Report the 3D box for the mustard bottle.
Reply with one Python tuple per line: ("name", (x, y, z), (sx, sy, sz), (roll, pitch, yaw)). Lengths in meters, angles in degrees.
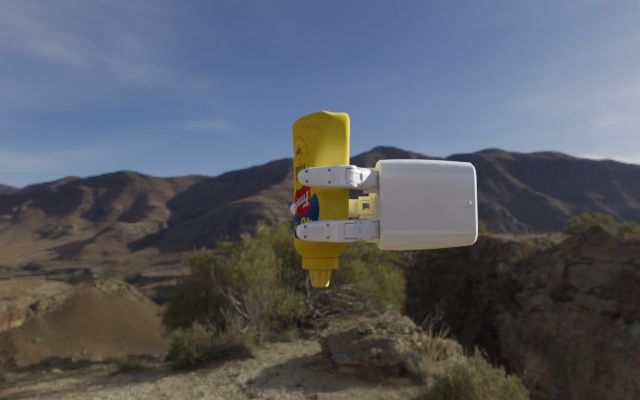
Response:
("mustard bottle", (0.000, 0.002, 0.545), (0.058, 0.191, 0.096), (1, -4, -24))
